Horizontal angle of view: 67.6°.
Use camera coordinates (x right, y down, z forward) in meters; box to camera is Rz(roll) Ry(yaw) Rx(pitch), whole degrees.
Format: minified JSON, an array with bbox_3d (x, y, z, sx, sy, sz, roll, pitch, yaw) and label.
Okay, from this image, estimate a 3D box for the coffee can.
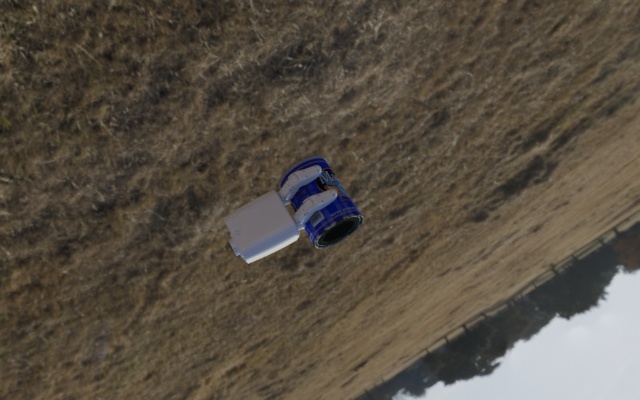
[{"bbox_3d":[0.000,0.003,0.881,0.103,0.140,0.103,-27,-23,-13],"label":"coffee can"}]
